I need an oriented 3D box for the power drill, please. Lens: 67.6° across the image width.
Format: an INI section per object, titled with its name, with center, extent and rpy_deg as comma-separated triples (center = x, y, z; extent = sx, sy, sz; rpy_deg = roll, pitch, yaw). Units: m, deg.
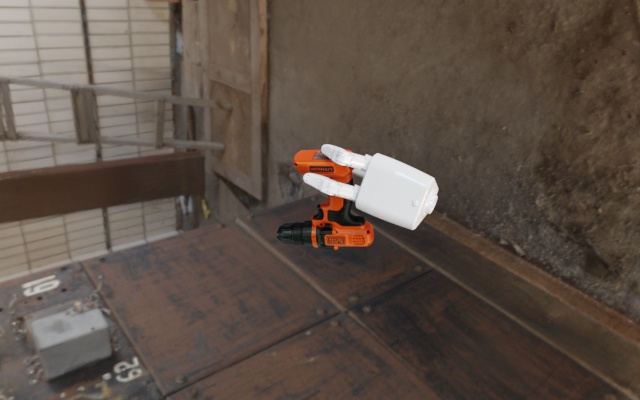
[power drill]
center = 0.000, 0.002, 0.866
extent = 0.184, 0.188, 0.057
rpy_deg = -1, 30, 11
